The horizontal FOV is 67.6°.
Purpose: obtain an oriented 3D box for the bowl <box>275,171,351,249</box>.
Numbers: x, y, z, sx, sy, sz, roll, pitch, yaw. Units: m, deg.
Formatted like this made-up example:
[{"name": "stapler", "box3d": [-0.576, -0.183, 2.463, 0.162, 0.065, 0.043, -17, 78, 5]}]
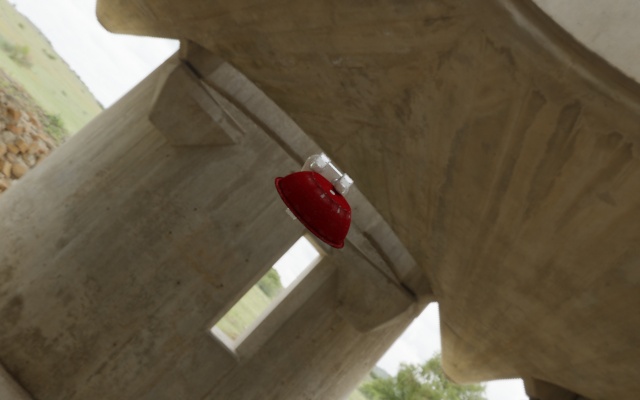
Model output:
[{"name": "bowl", "box3d": [0.001, 0.003, 0.794, 0.055, 0.162, 0.162, -44, -12, 13]}]
